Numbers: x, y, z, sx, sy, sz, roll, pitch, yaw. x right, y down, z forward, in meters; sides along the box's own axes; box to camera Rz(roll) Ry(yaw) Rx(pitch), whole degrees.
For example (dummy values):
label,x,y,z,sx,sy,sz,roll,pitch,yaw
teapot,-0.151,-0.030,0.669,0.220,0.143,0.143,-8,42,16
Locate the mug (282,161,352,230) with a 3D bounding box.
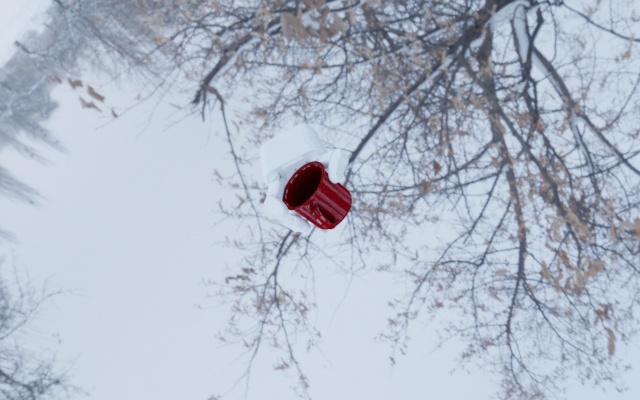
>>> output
label,x,y,z,sx,sy,sz,roll,pitch,yaw
mug,0.001,0.003,0.776,0.081,0.093,0.117,38,19,-34
